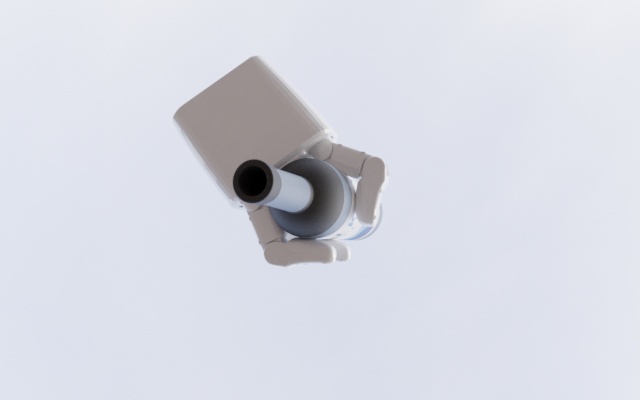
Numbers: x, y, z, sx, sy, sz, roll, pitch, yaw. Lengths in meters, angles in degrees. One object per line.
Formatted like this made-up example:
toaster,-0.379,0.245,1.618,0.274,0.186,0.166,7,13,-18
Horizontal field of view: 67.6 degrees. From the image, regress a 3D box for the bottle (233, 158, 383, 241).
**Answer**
bottle,0.000,0.001,0.430,0.069,0.069,0.296,0,-5,16
